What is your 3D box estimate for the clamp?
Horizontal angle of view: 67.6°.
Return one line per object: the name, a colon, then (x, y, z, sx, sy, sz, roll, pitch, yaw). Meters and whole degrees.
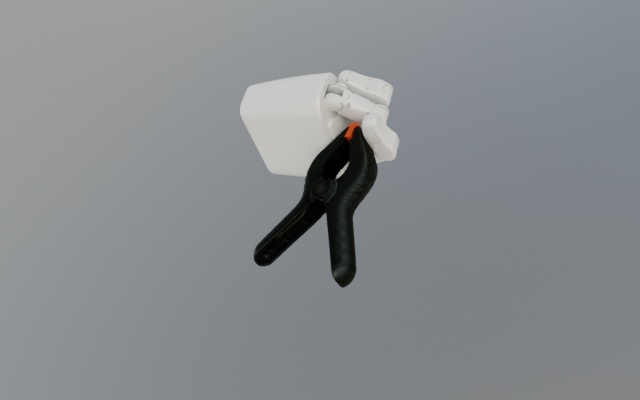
clamp: (0.000, 0.001, 0.471, 0.120, 0.171, 0.039, 0, -33, 32)
